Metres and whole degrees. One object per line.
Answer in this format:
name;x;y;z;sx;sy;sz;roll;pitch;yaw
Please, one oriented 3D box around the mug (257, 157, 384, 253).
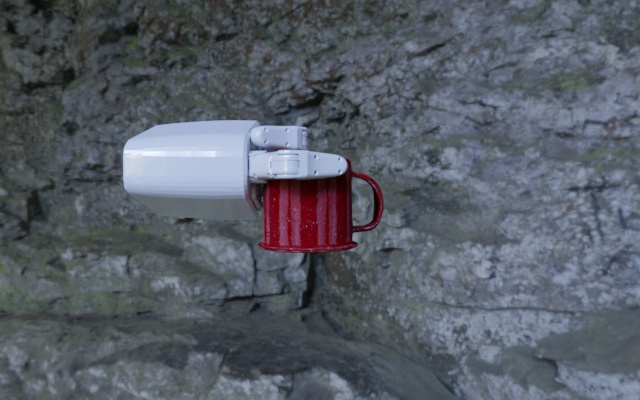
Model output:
mug;0.002;0.001;0.441;0.117;0.081;0.093;0;2;-1
